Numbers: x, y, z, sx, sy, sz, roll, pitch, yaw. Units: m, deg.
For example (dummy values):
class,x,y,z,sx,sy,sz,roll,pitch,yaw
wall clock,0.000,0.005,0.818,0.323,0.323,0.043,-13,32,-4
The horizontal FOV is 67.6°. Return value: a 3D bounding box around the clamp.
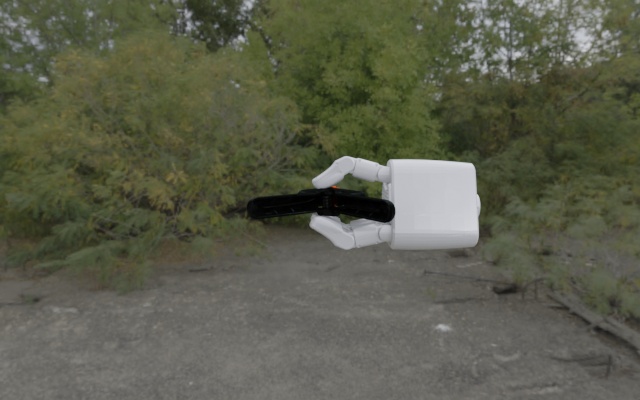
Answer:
class,x,y,z,sx,sy,sz,roll,pitch,yaw
clamp,0.000,0.001,0.612,0.164,0.036,0.210,2,6,0
